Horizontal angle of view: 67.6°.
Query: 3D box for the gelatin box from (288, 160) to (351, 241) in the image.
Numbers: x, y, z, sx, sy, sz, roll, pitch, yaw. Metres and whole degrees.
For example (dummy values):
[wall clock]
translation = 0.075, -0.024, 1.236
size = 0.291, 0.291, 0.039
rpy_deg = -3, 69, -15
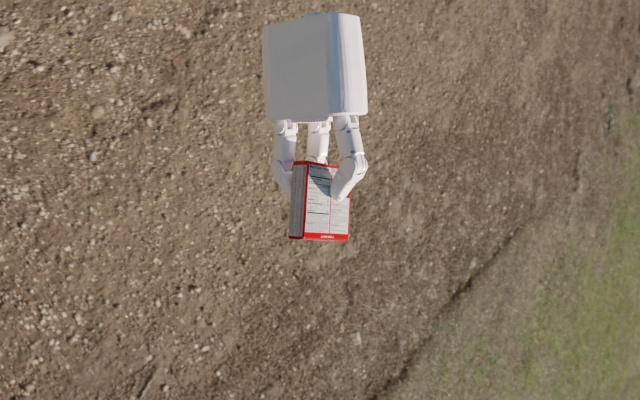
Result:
[gelatin box]
translation = 0.000, 0.002, 0.555
size = 0.073, 0.089, 0.030
rpy_deg = 6, -5, -44
